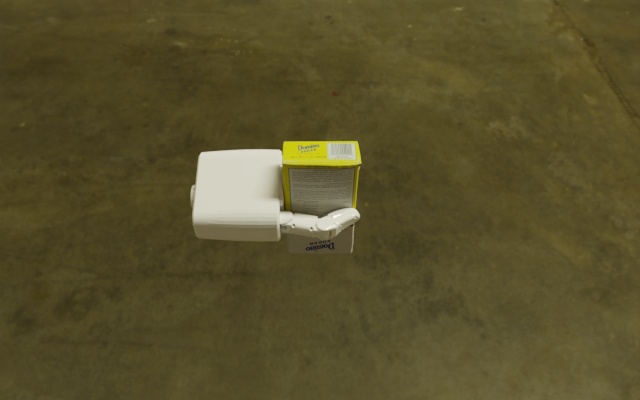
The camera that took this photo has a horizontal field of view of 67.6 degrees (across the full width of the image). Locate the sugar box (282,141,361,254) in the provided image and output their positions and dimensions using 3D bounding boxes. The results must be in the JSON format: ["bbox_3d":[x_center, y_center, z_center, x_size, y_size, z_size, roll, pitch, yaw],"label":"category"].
[{"bbox_3d":[0.000,0.002,0.626,0.093,0.048,0.176,0,-40,-1],"label":"sugar box"}]
